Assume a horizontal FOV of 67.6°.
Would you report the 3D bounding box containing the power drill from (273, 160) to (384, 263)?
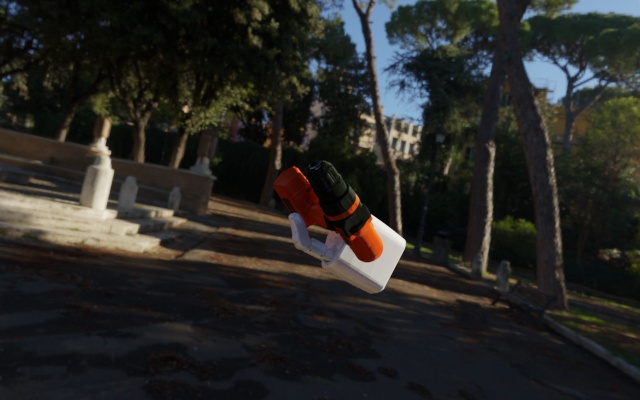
[{"bbox_3d":[0.000,0.002,0.731,0.057,0.184,0.187,-41,31,-15],"label":"power drill"}]
